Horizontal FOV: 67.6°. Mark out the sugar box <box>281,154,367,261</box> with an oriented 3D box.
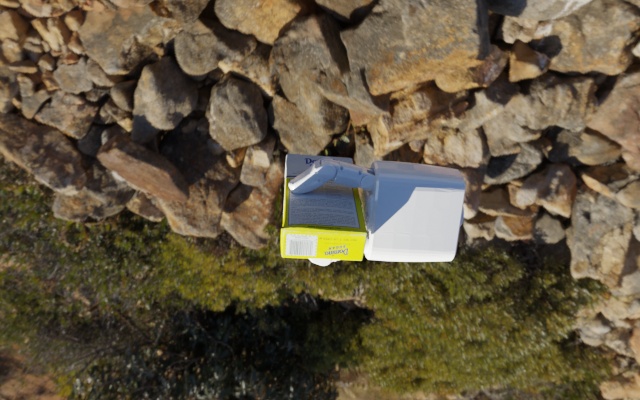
[{"bbox_3d":[0.000,0.002,0.589,0.093,0.048,0.176,4,30,-4],"label":"sugar box"}]
